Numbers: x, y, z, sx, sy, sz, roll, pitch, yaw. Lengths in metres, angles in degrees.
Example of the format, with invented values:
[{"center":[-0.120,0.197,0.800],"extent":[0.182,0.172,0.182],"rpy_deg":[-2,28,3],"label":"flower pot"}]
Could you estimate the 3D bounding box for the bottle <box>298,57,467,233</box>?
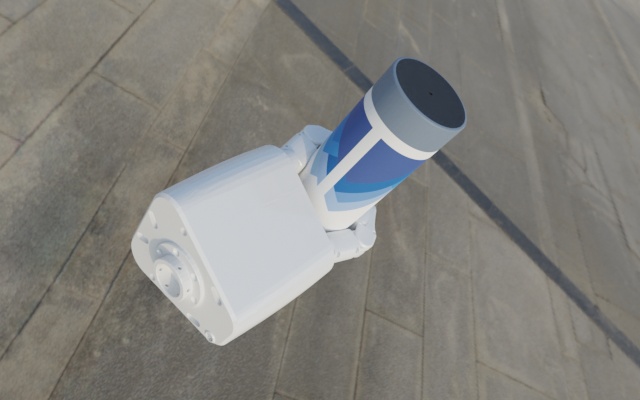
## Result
[{"center":[0.000,0.001,0.429],"extent":[0.069,0.069,0.296],"rpy_deg":[0,-31,-37],"label":"bottle"}]
